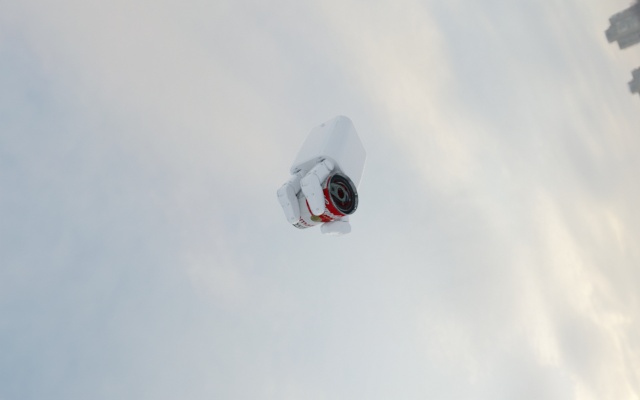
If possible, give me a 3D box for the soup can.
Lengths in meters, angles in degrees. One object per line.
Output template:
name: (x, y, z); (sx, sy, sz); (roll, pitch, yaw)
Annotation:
soup can: (0.000, 0.003, 0.761); (0.102, 0.068, 0.068); (-20, -13, 40)
